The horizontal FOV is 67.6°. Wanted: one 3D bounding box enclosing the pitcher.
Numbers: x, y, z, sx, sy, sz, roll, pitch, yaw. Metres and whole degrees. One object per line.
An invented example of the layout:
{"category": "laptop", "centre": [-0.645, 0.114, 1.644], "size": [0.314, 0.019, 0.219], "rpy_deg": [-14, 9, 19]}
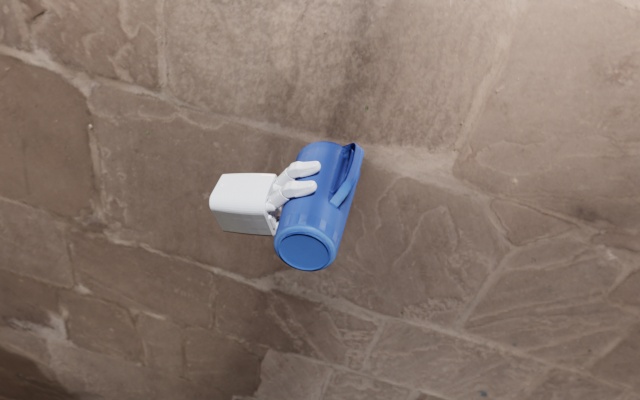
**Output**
{"category": "pitcher", "centre": [0.000, 0.003, 0.872], "size": [0.145, 0.149, 0.242], "rpy_deg": [3, 40, 10]}
